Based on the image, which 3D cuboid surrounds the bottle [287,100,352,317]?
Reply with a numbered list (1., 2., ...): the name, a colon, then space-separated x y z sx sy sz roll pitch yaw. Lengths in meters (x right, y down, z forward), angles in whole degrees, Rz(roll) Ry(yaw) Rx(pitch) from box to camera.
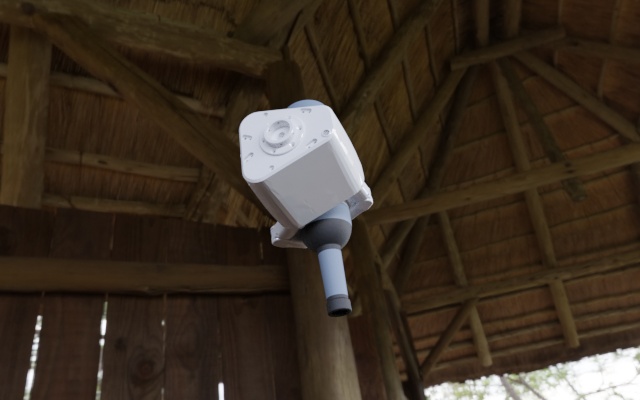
1. bottle: 0.000 0.002 0.607 0.069 0.295 0.069 -7 -32 -4
